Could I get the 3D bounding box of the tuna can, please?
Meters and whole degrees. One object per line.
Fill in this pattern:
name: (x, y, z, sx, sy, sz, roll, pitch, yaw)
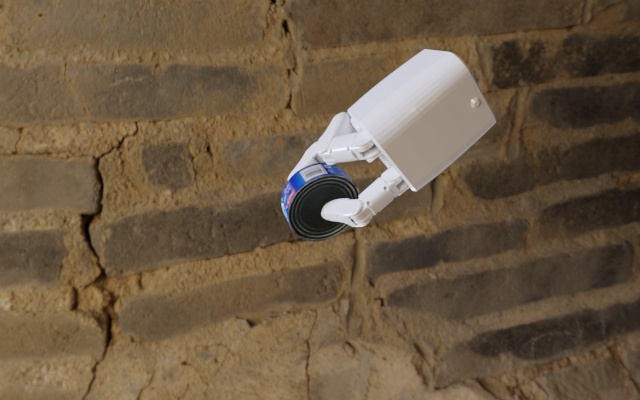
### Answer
tuna can: (0.000, 0.001, 0.533, 0.086, 0.086, 0.033, 0, 31, -24)
